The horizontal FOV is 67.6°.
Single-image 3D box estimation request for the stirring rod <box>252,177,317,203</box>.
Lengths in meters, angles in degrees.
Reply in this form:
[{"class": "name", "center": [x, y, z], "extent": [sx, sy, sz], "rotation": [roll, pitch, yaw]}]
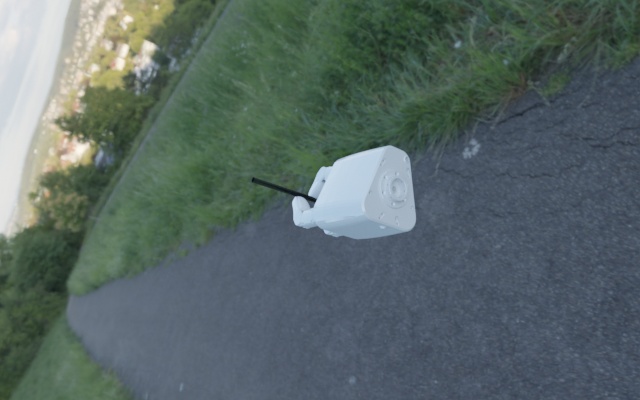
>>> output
[{"class": "stirring rod", "center": [0.000, 0.002, 0.754], "extent": [0.239, 0.011, 0.011], "rotation": [18, -10, -31]}]
